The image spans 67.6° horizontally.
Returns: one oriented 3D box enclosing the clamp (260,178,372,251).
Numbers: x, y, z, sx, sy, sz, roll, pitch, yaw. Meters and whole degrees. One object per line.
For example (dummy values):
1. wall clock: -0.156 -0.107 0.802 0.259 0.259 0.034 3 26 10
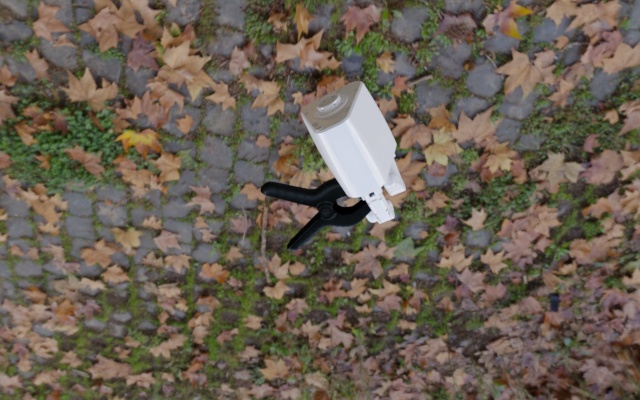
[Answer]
1. clamp: 0.000 0.003 0.691 0.171 0.120 0.039 -23 32 16
